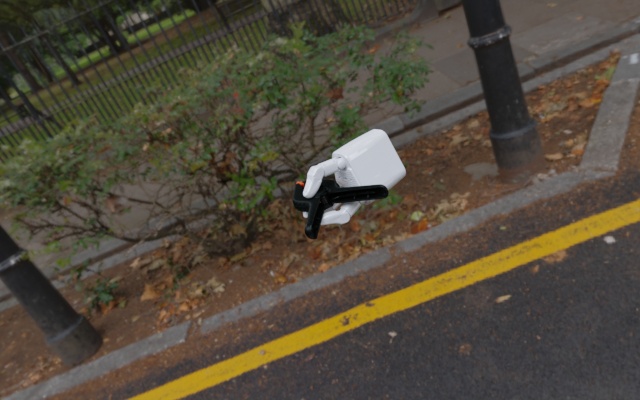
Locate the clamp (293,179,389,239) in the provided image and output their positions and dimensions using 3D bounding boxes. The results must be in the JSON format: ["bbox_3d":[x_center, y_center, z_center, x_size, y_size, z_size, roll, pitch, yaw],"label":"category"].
[{"bbox_3d":[0.000,0.002,0.871,0.164,0.036,0.210,-31,26,-25],"label":"clamp"}]
